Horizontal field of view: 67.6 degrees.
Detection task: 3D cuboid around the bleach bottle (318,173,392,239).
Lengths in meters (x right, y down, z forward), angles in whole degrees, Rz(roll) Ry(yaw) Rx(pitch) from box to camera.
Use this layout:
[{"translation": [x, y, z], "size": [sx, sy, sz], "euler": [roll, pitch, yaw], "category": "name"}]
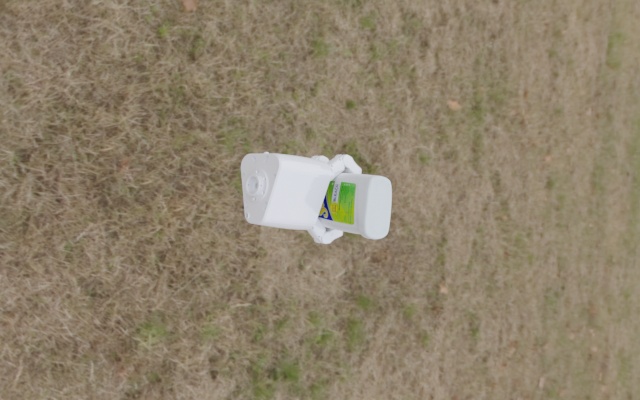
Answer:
[{"translation": [0.000, 0.003, 0.818], "size": [0.251, 0.102, 0.068], "euler": [4, -1, 43], "category": "bleach bottle"}]
